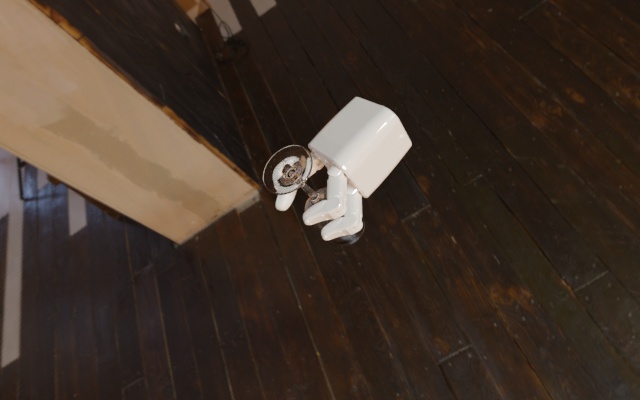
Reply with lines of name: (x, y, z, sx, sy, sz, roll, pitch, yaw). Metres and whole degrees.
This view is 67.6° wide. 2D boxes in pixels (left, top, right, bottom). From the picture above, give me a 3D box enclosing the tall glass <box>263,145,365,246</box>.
tall glass: (0.000, 0.002, 0.702, 0.079, 0.079, 0.201, 0, -26, 29)
